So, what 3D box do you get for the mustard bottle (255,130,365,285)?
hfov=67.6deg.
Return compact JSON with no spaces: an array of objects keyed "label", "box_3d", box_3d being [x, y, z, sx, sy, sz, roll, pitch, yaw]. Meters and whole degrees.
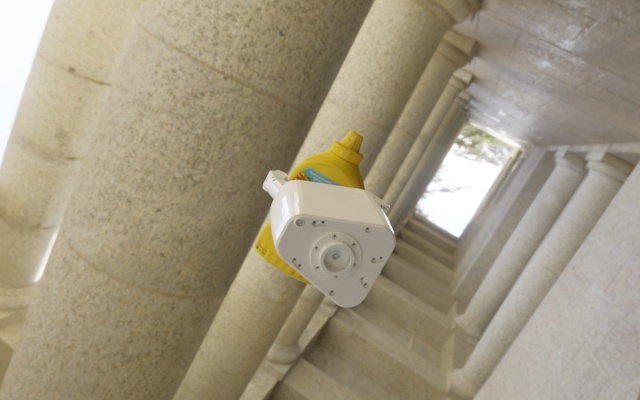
[{"label":"mustard bottle","box_3d":[0.000,0.002,0.593,0.096,0.192,0.058,30,13,10]}]
